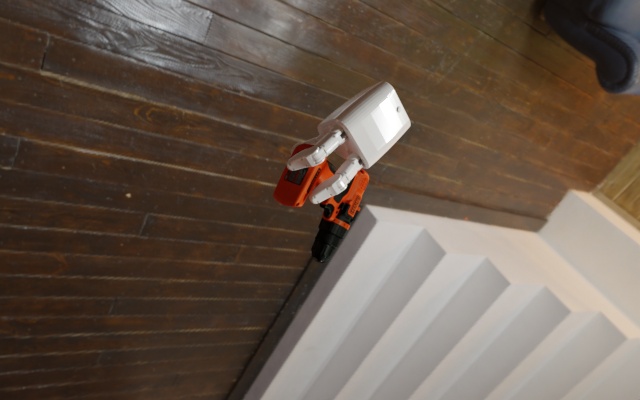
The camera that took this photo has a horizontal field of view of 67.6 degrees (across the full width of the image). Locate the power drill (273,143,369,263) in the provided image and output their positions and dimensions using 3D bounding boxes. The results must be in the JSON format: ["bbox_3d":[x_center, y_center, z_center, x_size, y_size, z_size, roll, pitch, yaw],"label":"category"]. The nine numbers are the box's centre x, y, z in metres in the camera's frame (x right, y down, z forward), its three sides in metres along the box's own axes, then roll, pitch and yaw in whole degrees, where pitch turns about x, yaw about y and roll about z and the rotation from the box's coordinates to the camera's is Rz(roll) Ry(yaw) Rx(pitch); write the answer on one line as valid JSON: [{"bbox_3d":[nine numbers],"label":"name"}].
[{"bbox_3d":[0.000,0.002,0.804,0.057,0.184,0.188,18,-10,33],"label":"power drill"}]
